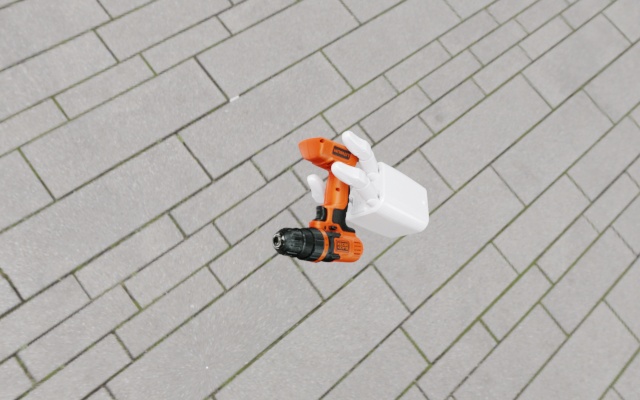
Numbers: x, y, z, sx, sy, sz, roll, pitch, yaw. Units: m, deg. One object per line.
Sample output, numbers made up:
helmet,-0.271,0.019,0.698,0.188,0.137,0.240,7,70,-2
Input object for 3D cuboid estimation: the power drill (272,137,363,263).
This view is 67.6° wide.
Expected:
power drill,0.000,0.002,0.738,0.057,0.187,0.184,-4,-11,39
